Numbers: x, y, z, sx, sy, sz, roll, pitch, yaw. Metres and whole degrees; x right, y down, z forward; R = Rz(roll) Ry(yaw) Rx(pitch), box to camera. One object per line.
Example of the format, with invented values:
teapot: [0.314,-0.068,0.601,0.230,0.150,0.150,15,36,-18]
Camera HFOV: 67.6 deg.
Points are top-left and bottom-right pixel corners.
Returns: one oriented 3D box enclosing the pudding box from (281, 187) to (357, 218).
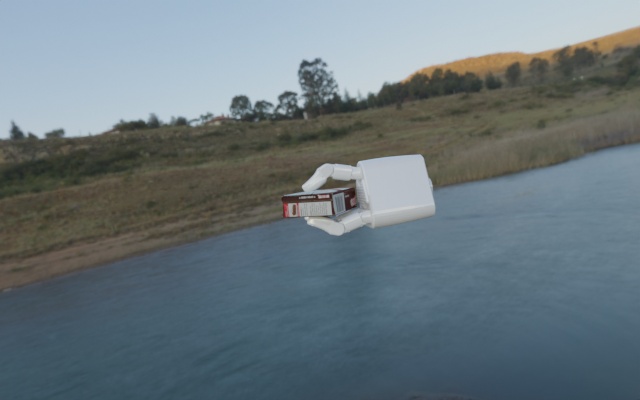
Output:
pudding box: [0.000,0.002,0.778,0.090,0.039,0.113,-4,3,22]
